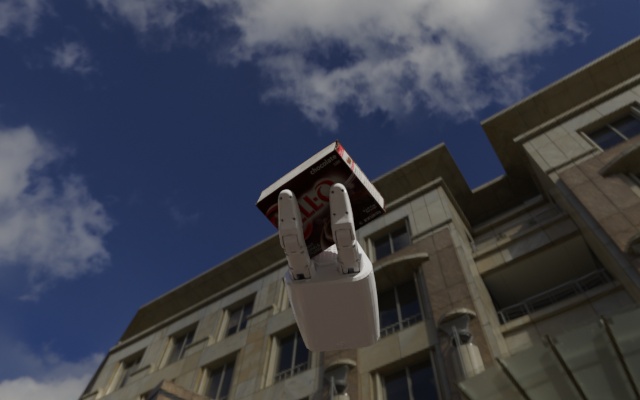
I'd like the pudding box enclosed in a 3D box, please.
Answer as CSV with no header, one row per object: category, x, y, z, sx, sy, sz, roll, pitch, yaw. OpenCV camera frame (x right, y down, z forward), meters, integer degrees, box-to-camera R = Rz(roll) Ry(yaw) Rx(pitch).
pudding box,0.000,0.002,0.524,0.113,0.090,0.039,-34,20,18
